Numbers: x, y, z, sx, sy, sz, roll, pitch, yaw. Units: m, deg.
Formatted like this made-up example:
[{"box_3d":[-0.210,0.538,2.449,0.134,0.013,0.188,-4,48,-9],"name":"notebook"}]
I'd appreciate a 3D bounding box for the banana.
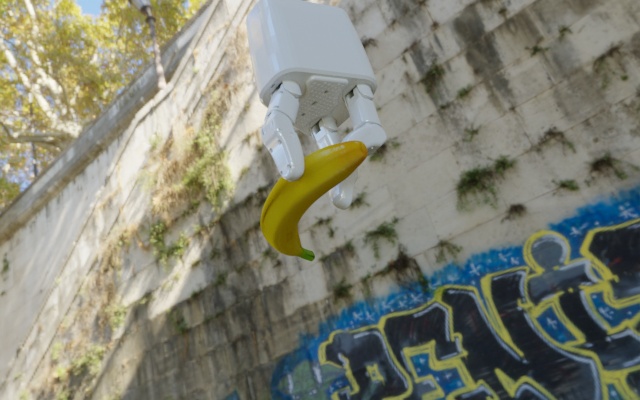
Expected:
[{"box_3d":[-0.018,0.004,0.452,0.069,0.037,0.198,-2,-31,-18],"name":"banana"}]
